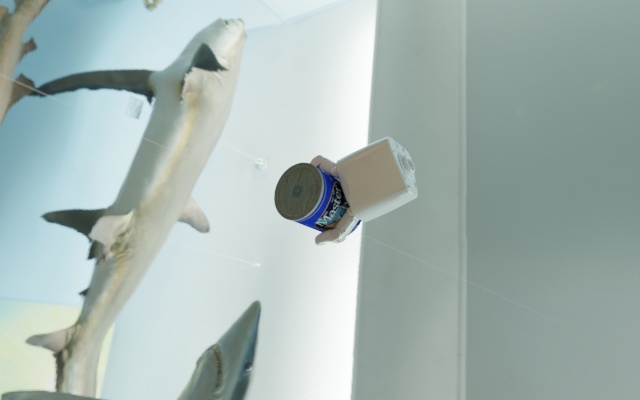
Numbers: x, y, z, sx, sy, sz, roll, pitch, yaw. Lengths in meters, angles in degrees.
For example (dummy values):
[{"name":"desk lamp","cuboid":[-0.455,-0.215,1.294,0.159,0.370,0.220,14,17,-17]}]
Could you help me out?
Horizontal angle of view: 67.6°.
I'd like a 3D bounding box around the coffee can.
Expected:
[{"name":"coffee can","cuboid":[0.000,0.003,0.859,0.103,0.102,0.140,0,-16,37]}]
